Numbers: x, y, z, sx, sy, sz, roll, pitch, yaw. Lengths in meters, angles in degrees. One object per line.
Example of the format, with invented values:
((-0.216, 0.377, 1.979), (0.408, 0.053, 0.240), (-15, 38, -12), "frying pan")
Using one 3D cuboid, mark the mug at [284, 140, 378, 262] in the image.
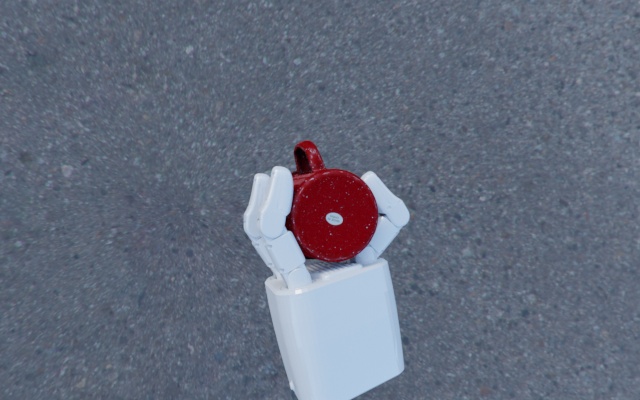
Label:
((0.000, 0.000, 0.444), (0.093, 0.117, 0.081), (-13, 4, -16), "mug")
